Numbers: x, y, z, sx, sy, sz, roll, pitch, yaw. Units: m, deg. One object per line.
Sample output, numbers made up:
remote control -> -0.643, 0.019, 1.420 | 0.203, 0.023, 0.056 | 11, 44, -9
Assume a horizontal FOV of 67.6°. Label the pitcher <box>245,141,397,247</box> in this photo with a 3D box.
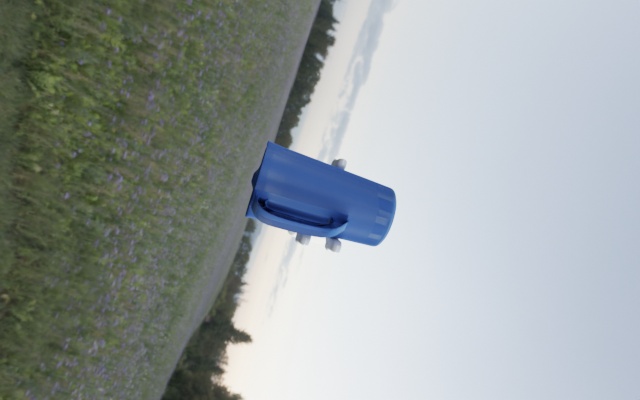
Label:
pitcher -> 0.000, 0.003, 0.809 | 0.243, 0.149, 0.145 | 17, -15, -8
